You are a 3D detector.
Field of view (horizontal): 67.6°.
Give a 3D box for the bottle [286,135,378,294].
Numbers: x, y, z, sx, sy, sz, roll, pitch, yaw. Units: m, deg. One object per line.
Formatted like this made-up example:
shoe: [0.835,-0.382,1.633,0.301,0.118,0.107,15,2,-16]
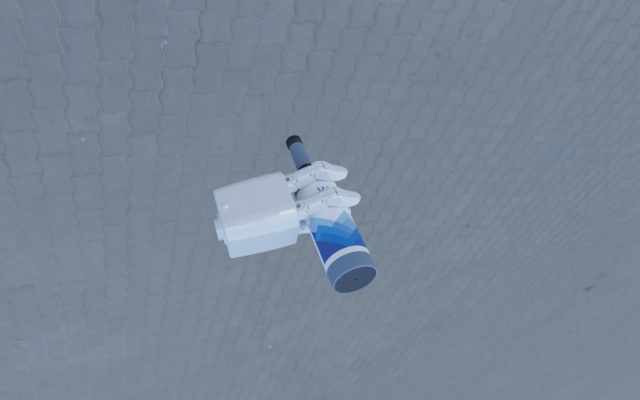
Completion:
bottle: [0.000,0.003,0.741,0.069,0.295,0.069,-15,-39,-12]
